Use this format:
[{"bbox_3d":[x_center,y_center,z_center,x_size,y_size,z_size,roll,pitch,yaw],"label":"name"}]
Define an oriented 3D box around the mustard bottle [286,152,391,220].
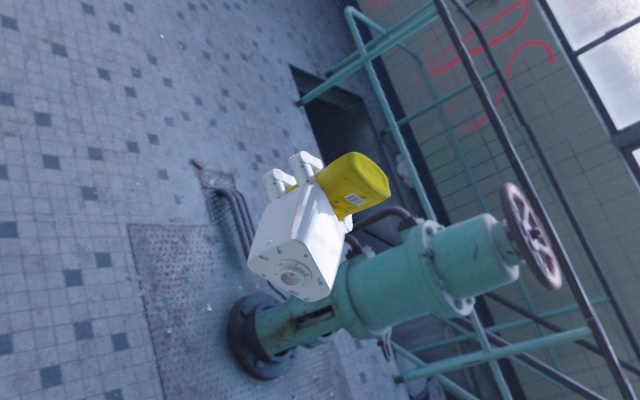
[{"bbox_3d":[0.000,0.002,0.704,0.192,0.058,0.096,-28,-38,30],"label":"mustard bottle"}]
